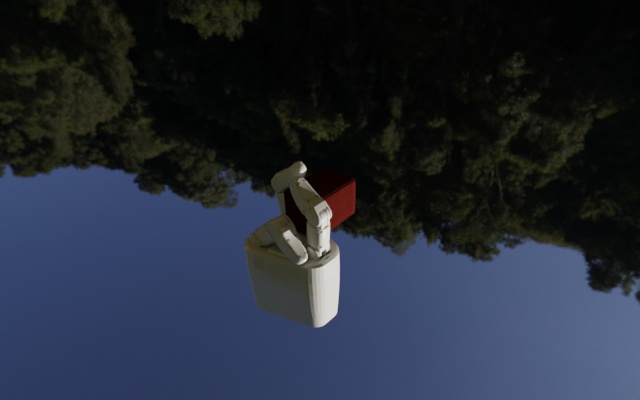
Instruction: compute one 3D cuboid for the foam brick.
[{"bbox_3d":[0.000,0.002,0.594,0.053,0.051,0.078,23,41,36],"label":"foam brick"}]
